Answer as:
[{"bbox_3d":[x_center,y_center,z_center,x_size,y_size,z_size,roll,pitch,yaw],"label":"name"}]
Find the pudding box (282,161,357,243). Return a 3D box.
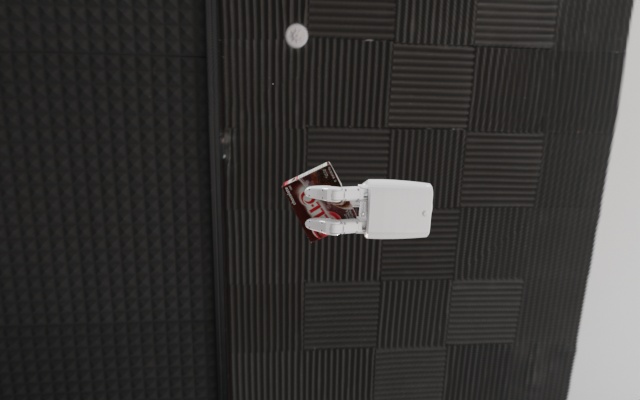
[{"bbox_3d":[0.000,0.003,0.804,0.090,0.113,0.039,-25,12,6],"label":"pudding box"}]
